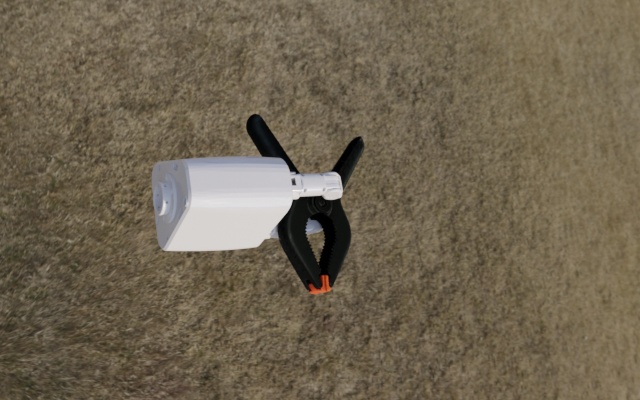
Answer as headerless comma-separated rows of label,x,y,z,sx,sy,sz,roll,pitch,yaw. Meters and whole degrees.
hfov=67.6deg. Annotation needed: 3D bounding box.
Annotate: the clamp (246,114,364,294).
clamp,0.000,0.002,0.567,0.164,0.210,0.036,-2,-14,-34
